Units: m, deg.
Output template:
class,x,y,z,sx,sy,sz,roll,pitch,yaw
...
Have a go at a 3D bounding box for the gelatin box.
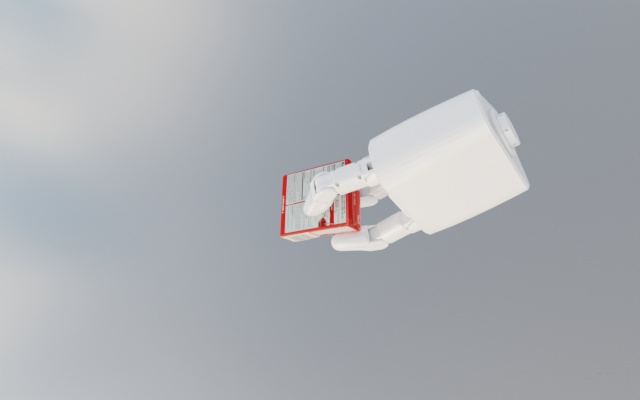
class,x,y,z,sx,sy,sz,roll,pitch,yaw
gelatin box,0.000,0.002,0.516,0.089,0.073,0.030,-12,-23,31
